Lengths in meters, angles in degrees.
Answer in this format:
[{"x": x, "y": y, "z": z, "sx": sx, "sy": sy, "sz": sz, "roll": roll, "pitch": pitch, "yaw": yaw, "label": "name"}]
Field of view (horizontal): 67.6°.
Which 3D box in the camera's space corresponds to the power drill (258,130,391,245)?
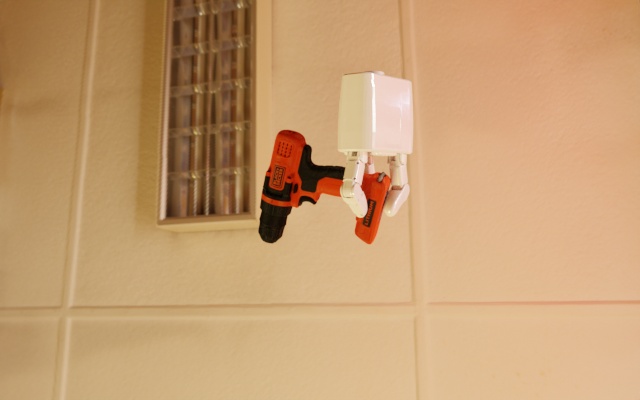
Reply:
[{"x": 0.001, "y": 0.002, "z": 0.722, "sx": 0.187, "sy": 0.184, "sz": 0.057, "roll": 17, "pitch": 21, "yaw": 10, "label": "power drill"}]
